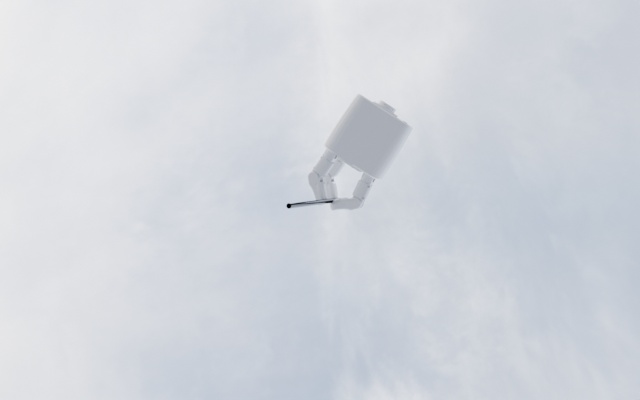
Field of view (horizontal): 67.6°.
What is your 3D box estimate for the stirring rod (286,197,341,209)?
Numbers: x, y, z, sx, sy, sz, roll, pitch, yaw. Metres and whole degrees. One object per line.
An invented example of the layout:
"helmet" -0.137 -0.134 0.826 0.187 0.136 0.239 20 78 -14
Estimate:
"stirring rod" 0.000 0.003 0.795 0.011 0.011 0.239 0 2 22
